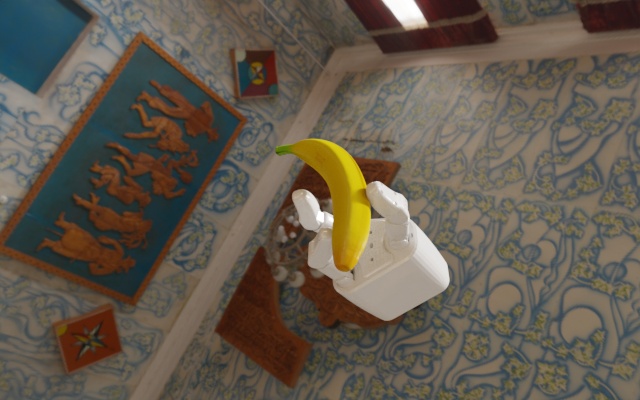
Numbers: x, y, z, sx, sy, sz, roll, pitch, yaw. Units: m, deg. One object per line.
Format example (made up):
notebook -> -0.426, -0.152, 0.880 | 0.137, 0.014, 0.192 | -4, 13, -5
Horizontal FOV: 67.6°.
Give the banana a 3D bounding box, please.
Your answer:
banana -> 0.014, -0.012, 0.495 | 0.069, 0.197, 0.037 | -37, -46, 7
